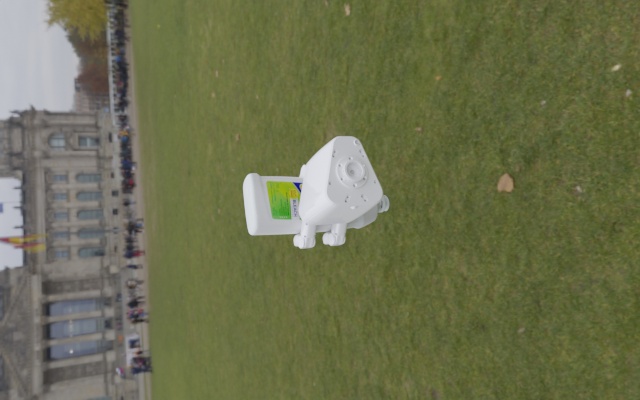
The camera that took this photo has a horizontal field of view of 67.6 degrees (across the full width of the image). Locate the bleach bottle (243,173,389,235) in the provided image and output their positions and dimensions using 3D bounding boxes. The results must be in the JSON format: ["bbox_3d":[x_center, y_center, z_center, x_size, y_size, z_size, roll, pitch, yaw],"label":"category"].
[{"bbox_3d":[0.000,0.003,0.819,0.251,0.102,0.068,-3,-15,-22],"label":"bleach bottle"}]
